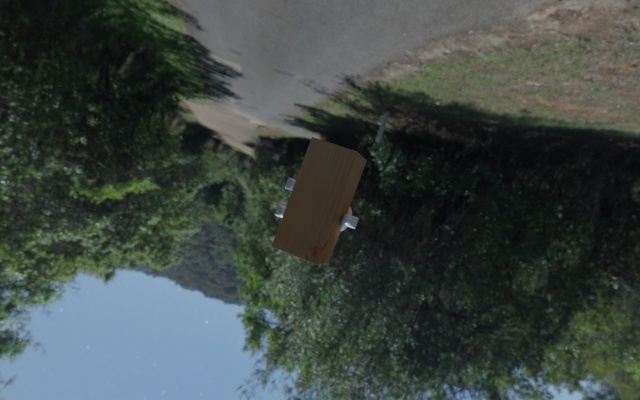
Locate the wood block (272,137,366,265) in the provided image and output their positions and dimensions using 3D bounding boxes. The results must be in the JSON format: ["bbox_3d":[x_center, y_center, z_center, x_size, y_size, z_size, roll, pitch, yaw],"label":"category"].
[{"bbox_3d":[0.000,0.003,0.864,0.091,0.206,0.090,20,0,17],"label":"wood block"}]
